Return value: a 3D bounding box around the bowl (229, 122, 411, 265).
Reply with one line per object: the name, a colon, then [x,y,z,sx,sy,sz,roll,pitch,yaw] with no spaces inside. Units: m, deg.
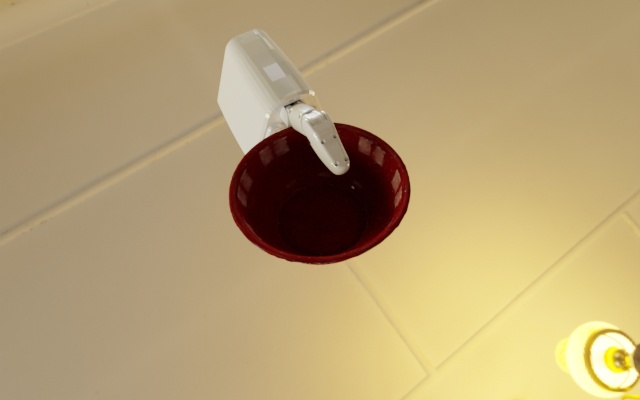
bowl: [0.000,0.003,0.443,0.162,0.162,0.055,0,-38,4]
